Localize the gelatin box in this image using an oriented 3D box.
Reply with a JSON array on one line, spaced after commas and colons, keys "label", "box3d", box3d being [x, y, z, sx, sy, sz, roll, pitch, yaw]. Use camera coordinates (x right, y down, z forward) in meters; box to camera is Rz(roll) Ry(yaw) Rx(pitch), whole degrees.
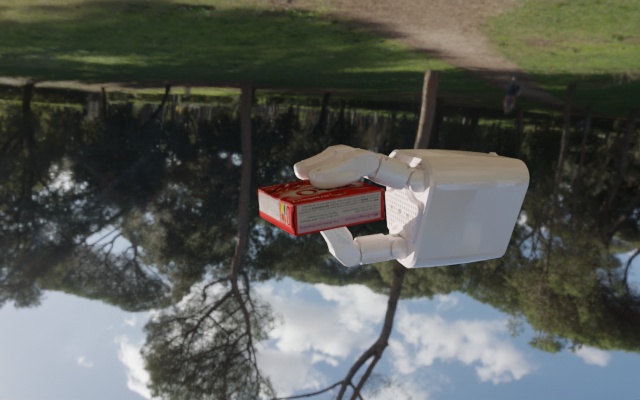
[{"label": "gelatin box", "box3d": [0.000, 0.002, 0.417, 0.089, 0.030, 0.073, -10, 16, -27]}]
